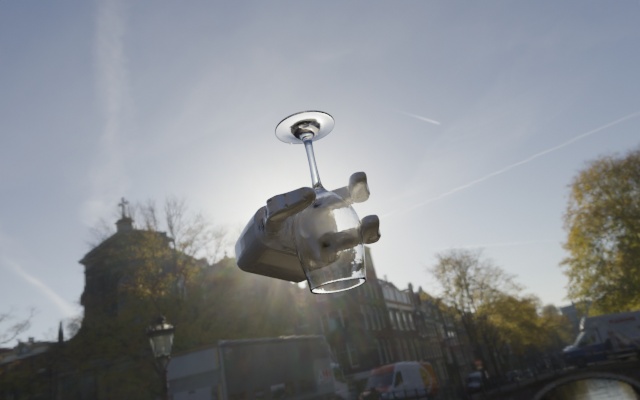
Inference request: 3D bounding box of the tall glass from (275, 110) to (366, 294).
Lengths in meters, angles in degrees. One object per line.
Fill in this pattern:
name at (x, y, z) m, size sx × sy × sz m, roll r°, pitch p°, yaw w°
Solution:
tall glass at (0.000, 0.001, 0.547) m, size 0.079 × 0.201 × 0.079 m, roll -10°, pitch -22°, yaw -4°
